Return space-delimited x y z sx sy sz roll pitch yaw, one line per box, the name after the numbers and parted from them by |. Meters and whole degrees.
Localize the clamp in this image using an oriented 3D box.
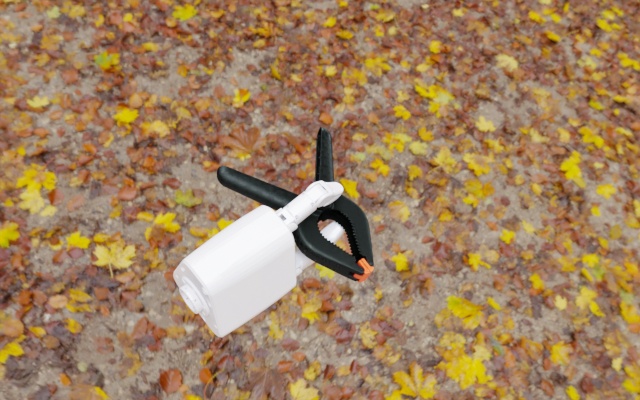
0.000 0.002 0.577 0.164 0.210 0.036 -34 -18 -30 | clamp
